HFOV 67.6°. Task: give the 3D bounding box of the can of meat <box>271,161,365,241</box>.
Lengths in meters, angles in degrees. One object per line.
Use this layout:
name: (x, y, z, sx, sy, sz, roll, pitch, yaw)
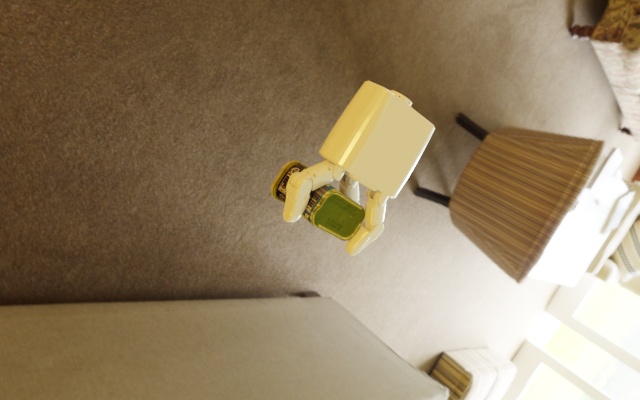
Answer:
can of meat: (0.000, 0.002, 0.616, 0.084, 0.057, 0.102, 36, 4, 39)
